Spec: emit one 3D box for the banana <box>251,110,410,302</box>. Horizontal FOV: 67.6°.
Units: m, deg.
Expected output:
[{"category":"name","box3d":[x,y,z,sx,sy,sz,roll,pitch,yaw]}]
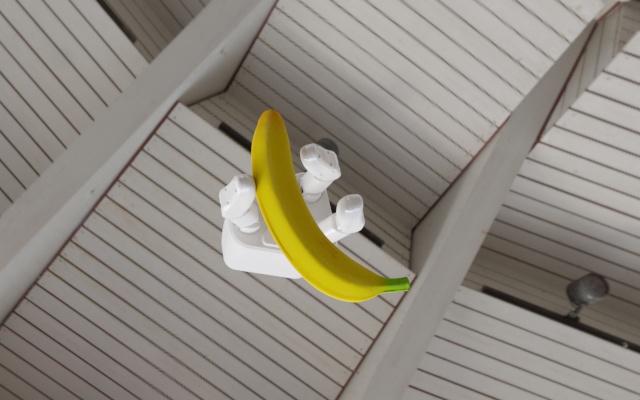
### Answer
[{"category":"banana","box3d":[-0.012,0.013,0.402,0.069,0.197,0.037,-32,-11,-24]}]
